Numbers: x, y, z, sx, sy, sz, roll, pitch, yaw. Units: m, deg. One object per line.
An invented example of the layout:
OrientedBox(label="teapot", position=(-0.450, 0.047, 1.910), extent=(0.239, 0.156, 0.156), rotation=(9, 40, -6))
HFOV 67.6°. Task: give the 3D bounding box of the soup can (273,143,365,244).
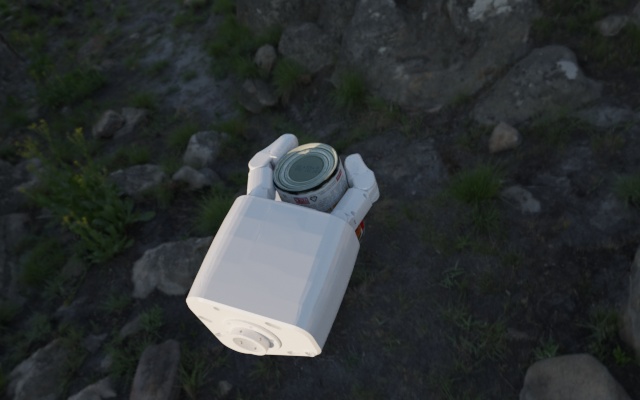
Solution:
OrientedBox(label="soup can", position=(0.000, 0.001, 0.479), extent=(0.068, 0.068, 0.102), rotation=(0, -42, 23))
